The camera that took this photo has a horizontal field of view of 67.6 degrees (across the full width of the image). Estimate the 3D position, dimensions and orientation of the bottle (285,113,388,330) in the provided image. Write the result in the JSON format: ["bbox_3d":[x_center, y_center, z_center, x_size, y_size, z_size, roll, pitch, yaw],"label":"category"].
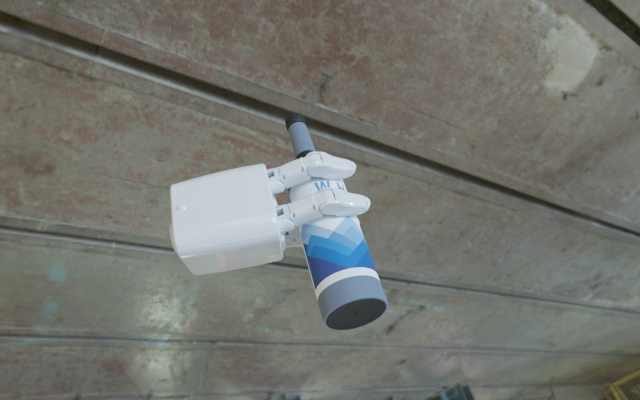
[{"bbox_3d":[0.000,0.002,0.559,0.069,0.295,0.069,-11,-39,-9],"label":"bottle"}]
